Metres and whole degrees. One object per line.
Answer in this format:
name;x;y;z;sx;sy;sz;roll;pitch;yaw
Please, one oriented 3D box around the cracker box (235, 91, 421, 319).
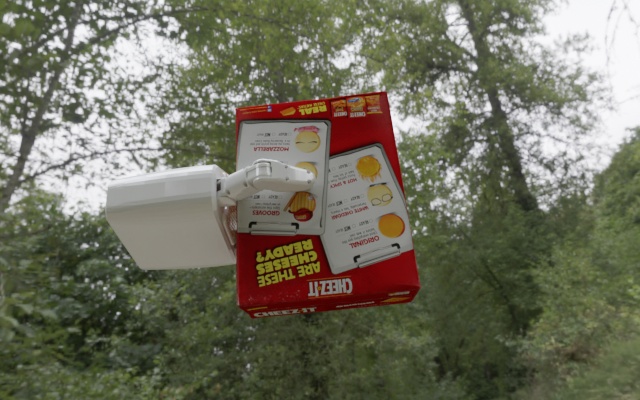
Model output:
cracker box;0.000;0.001;0.486;0.164;0.213;0.072;-6;-24;2
